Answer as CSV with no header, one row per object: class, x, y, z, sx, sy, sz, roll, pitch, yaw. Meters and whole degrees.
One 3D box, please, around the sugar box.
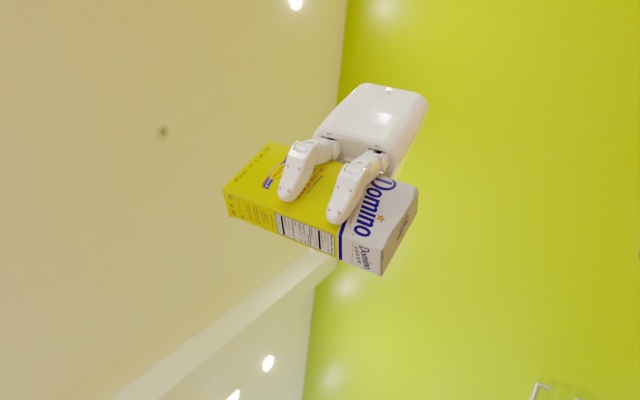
sugar box,0.000,0.001,0.480,0.176,0.048,0.093,17,48,23
